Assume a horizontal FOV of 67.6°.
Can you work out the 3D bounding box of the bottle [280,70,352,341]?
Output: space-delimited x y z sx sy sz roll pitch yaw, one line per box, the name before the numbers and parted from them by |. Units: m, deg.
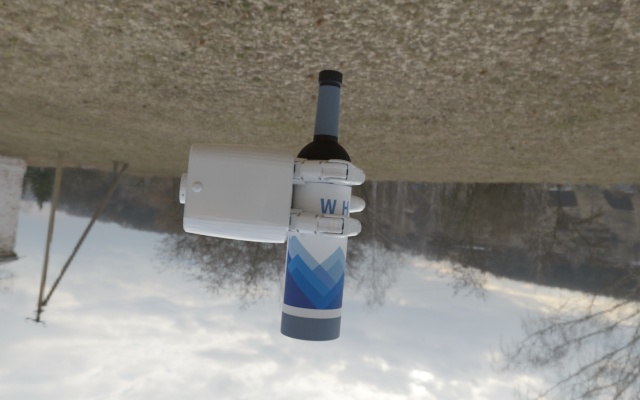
bottle | 0.000 0.002 0.537 0.069 0.295 0.069 5 -3 0
